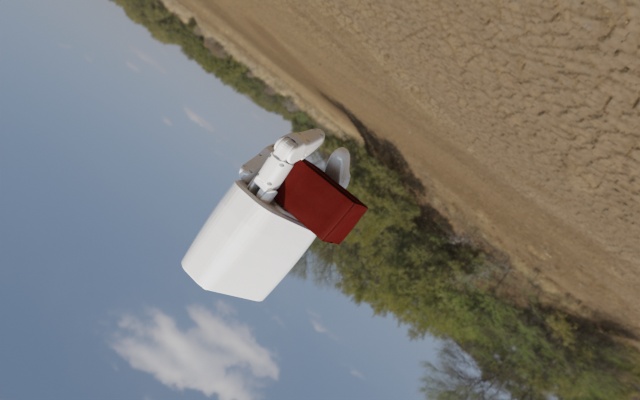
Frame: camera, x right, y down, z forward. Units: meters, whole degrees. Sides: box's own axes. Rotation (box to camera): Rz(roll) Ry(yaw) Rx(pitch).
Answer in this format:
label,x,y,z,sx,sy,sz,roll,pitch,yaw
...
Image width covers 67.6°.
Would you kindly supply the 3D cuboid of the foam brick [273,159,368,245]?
label,x,y,z,sx,sy,sz,roll,pitch,yaw
foam brick,0.000,0.002,0.489,0.078,0.051,0.053,40,6,21
